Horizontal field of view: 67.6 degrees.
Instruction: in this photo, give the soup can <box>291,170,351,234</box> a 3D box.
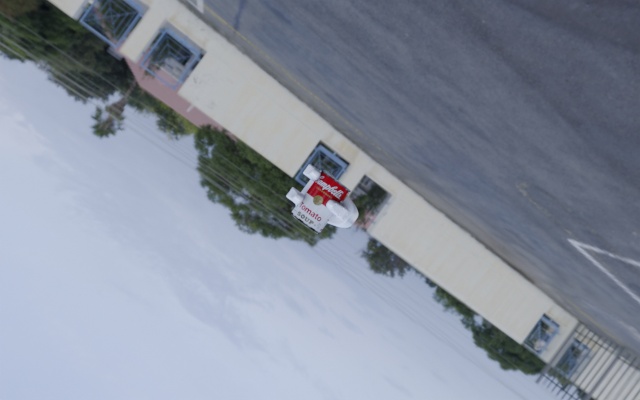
[{"bbox_3d":[0.000,0.003,0.899,0.068,0.102,0.068,36,1,-1],"label":"soup can"}]
